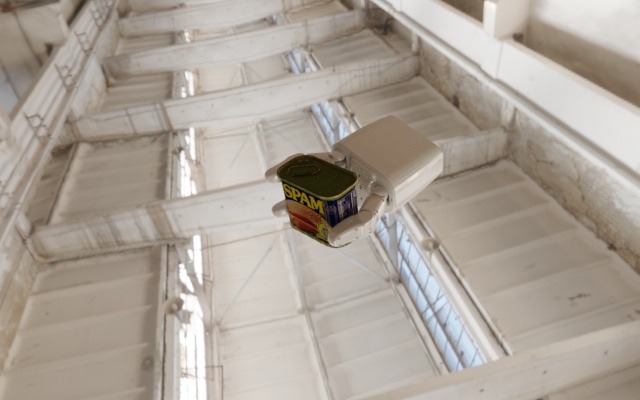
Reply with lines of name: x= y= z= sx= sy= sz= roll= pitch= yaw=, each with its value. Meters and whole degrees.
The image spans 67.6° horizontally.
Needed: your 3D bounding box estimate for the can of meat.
can of meat: x=0.000 y=0.002 z=0.588 sx=0.102 sy=0.084 sz=0.057 roll=26 pitch=49 yaw=38
